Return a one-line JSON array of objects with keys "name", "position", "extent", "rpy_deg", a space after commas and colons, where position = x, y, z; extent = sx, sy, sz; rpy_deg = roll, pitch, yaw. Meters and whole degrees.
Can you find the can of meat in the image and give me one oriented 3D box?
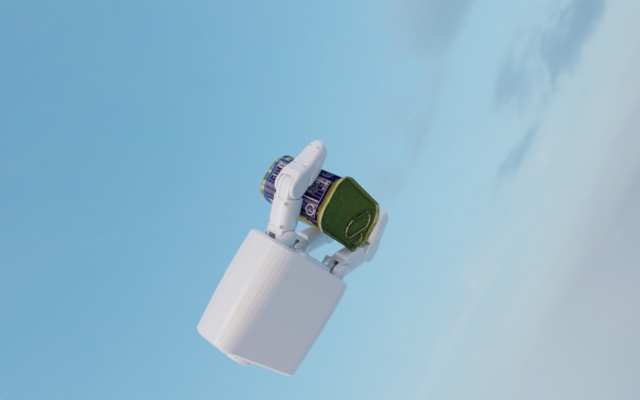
[{"name": "can of meat", "position": [0.000, 0.001, 0.486], "extent": [0.084, 0.057, 0.102], "rpy_deg": [24, -7, 34]}]
